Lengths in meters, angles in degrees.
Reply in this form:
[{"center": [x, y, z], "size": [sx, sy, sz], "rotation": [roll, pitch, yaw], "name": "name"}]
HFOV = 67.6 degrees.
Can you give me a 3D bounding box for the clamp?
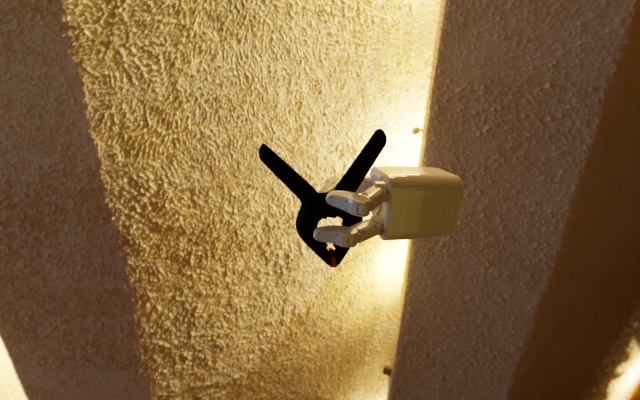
[{"center": [0.000, 0.002, 0.653], "size": [0.164, 0.210, 0.036], "rotation": [-1, 31, -7], "name": "clamp"}]
